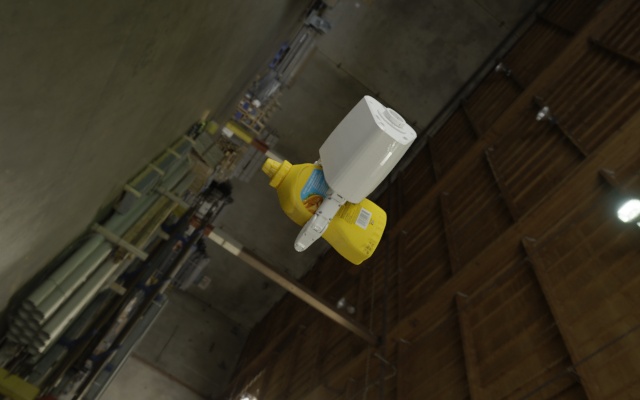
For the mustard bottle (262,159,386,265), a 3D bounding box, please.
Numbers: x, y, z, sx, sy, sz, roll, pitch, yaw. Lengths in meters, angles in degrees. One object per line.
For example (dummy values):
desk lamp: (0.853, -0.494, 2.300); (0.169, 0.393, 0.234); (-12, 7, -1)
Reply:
mustard bottle: (0.000, 0.003, 0.679); (0.191, 0.096, 0.058); (35, -40, -9)
